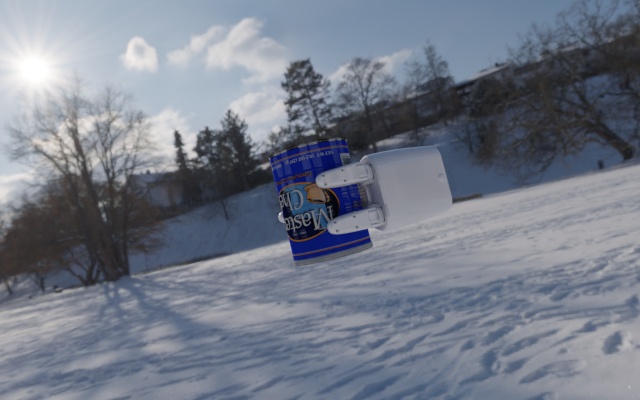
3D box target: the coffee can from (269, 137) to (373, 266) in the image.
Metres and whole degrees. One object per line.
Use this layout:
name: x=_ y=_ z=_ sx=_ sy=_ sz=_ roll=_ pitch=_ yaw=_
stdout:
coffee can: x=0.000 y=0.002 z=0.604 sx=0.103 sy=0.140 sz=0.103 roll=-14 pitch=-2 yaw=-1
